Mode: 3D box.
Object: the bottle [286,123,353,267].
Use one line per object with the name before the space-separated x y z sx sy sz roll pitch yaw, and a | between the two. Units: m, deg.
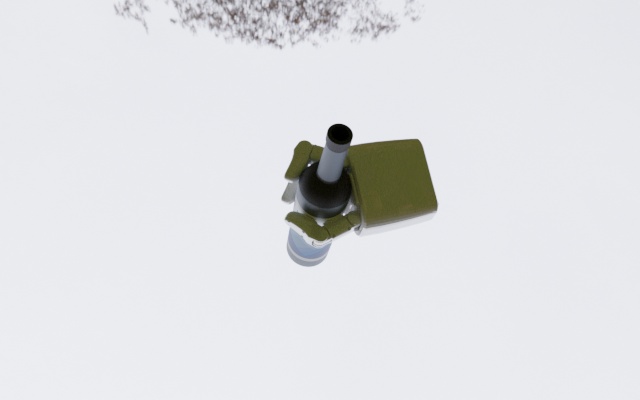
bottle | 0.000 0.002 0.617 0.069 0.069 0.296 0 -29 -9
